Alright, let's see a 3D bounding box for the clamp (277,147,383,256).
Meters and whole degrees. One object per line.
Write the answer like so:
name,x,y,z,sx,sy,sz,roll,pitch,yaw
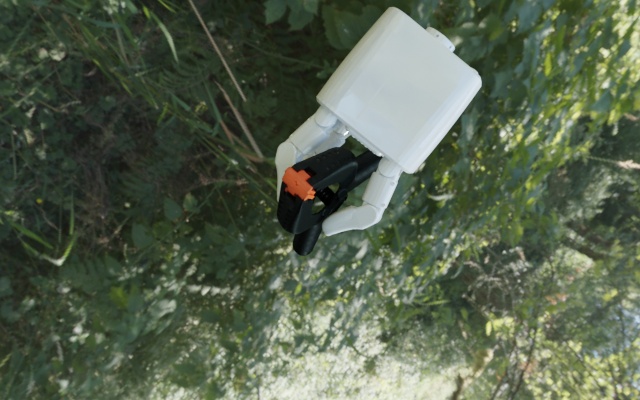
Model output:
clamp,0.001,0.002,0.479,0.036,0.164,0.210,41,13,13
